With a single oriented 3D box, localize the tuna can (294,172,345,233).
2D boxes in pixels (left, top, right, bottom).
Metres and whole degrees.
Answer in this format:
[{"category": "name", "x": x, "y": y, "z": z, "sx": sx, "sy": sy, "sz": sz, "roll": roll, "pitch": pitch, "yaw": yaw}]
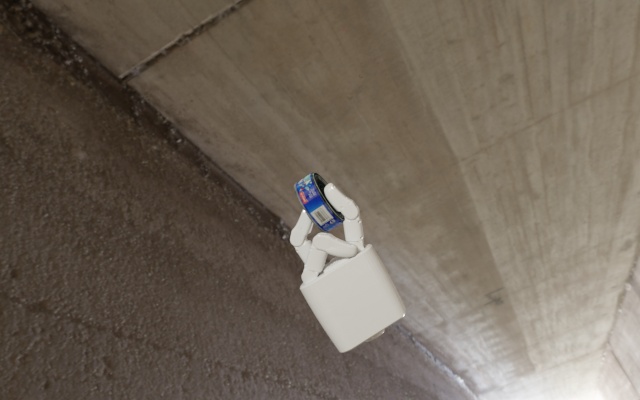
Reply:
[{"category": "tuna can", "x": 0.001, "y": 0.002, "z": 0.691, "sx": 0.034, "sy": 0.086, "sz": 0.086, "roll": -33, "pitch": -8, "yaw": 13}]
